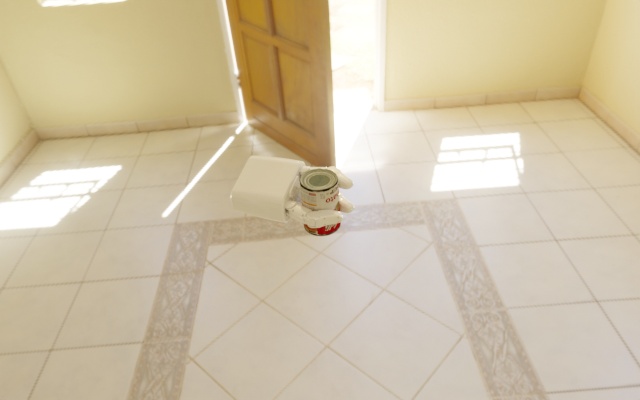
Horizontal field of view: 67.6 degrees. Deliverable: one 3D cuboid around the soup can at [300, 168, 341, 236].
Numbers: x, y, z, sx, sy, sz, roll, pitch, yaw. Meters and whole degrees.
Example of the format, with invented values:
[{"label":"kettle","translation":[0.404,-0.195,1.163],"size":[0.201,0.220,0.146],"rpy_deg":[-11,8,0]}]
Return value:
[{"label":"soup can","translation":[0.001,0.003,0.837],"size":[0.068,0.102,0.068],"rpy_deg":[-3,38,2]}]
